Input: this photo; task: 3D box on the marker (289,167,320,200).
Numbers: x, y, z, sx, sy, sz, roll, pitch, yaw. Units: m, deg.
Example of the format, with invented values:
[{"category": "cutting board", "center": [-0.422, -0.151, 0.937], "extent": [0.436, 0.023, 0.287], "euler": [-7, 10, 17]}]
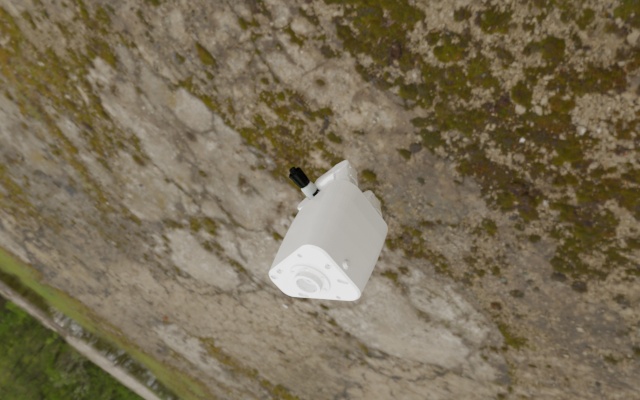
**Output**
[{"category": "marker", "center": [0.000, 0.002, 0.628], "extent": [0.121, 0.020, 0.020], "euler": [49, -24, -22]}]
